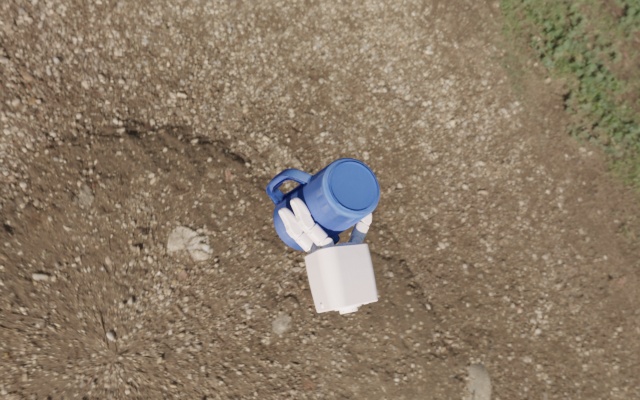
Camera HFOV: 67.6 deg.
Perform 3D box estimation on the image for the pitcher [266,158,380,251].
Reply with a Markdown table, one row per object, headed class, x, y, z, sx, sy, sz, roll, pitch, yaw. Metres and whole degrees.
| class | x | y | z | sx | sy | sz | roll | pitch | yaw |
| --- | --- | --- | --- | --- | --- | --- | --- | --- | --- |
| pitcher | 0.000 | 0.003 | 0.893 | 0.149 | 0.145 | 0.243 | -5 | -14 | -25 |
